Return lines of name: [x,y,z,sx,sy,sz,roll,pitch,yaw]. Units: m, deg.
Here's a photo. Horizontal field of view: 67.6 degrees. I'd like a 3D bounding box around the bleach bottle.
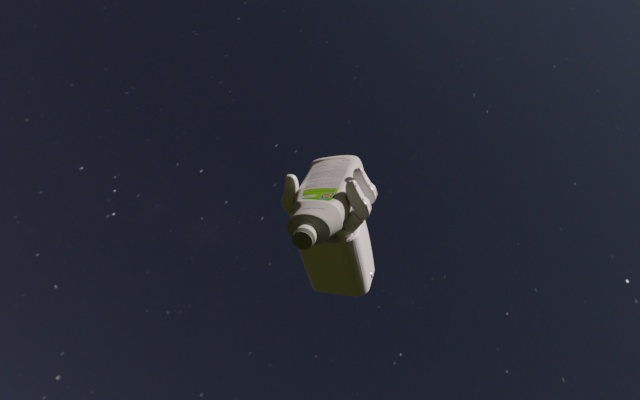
bleach bottle: [0.000,0.002,0.742,0.102,0.068,0.250,-7,22,20]
